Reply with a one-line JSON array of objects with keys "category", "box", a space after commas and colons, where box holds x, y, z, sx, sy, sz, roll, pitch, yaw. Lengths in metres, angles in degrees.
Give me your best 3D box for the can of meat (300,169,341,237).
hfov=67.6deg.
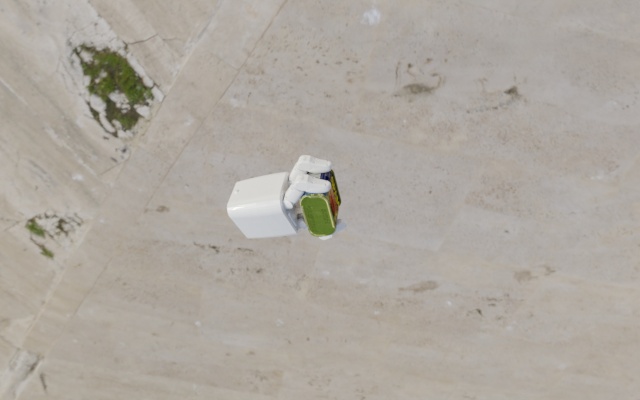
[{"category": "can of meat", "box": [0.000, 0.003, 0.864, 0.057, 0.102, 0.084, -6, 38, 13]}]
